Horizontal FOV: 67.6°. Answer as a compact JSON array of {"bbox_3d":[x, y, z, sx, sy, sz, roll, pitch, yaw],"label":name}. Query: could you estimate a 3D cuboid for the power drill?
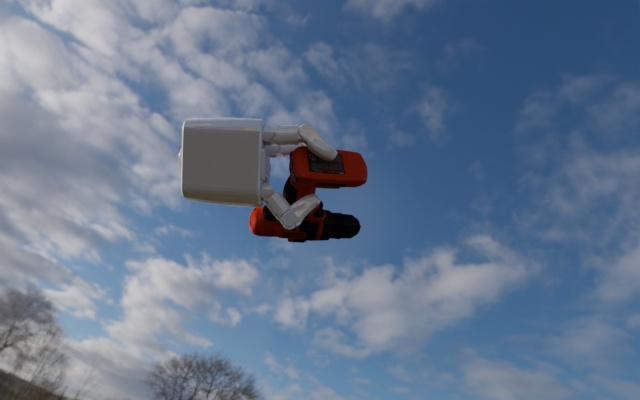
[{"bbox_3d":[0.000,0.002,0.710,0.184,0.057,0.188,3,-35,-21],"label":"power drill"}]
